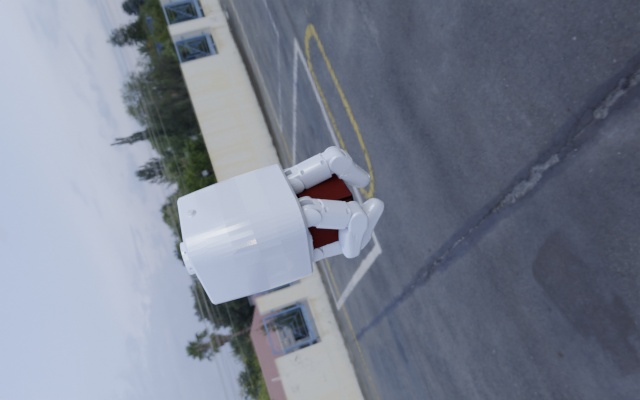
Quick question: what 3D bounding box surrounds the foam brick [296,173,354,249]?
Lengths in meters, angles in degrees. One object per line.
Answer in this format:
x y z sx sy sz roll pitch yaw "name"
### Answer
0.000 0.002 0.500 0.051 0.053 0.078 -19 37 -9 "foam brick"
